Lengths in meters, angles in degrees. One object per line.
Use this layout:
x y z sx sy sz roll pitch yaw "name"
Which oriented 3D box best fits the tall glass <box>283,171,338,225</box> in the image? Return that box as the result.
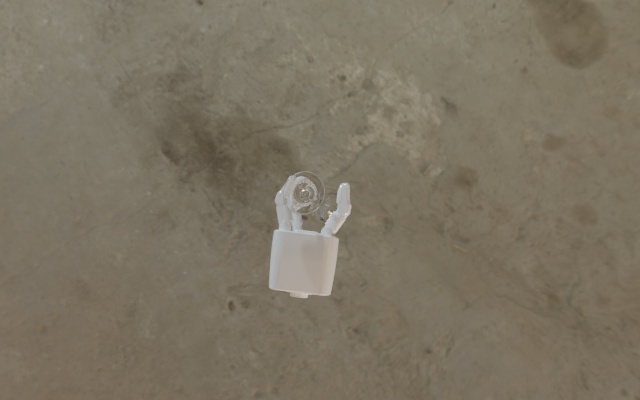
0.000 0.003 0.891 0.079 0.079 0.201 0 -9 17 "tall glass"
